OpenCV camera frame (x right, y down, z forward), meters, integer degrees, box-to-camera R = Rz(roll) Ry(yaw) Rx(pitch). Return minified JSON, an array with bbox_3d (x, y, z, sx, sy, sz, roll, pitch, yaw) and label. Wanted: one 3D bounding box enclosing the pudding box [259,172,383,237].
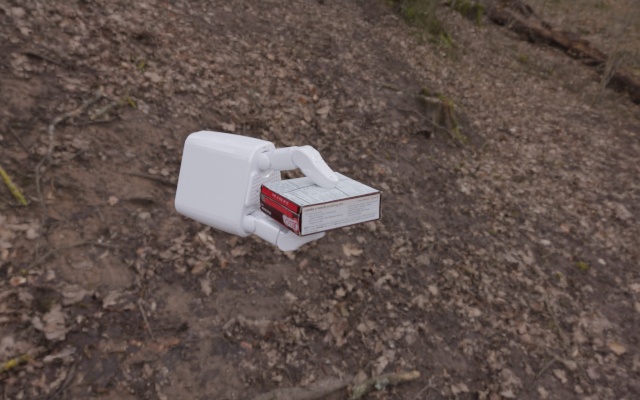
[{"bbox_3d":[0.000,0.002,0.544,0.113,0.039,0.090,-12,25,-32],"label":"pudding box"}]
